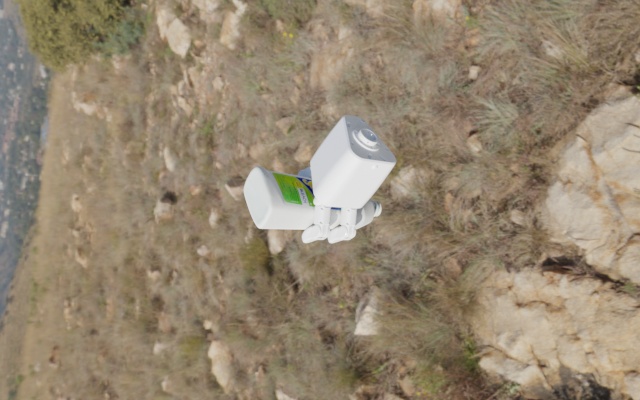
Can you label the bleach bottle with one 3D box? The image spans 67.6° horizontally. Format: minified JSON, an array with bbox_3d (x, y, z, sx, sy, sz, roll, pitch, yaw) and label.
[{"bbox_3d":[0.000,0.003,0.826,0.251,0.102,0.068,4,-43,-36],"label":"bleach bottle"}]
